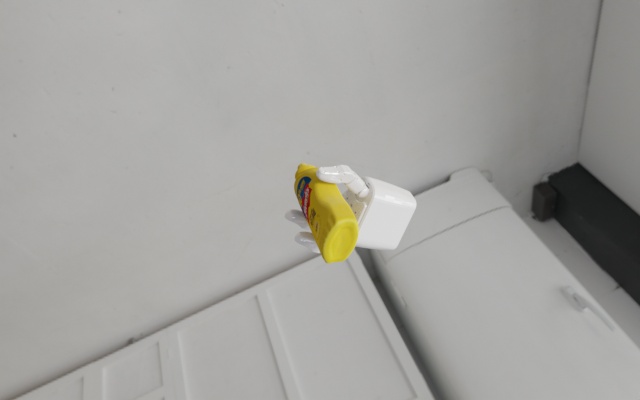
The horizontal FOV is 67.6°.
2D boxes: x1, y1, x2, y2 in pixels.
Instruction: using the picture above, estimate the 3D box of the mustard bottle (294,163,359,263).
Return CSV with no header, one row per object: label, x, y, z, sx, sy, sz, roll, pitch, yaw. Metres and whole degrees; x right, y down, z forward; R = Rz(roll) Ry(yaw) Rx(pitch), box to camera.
mustard bottle,0.000,0.003,0.776,0.058,0.096,0.191,-7,44,-19
